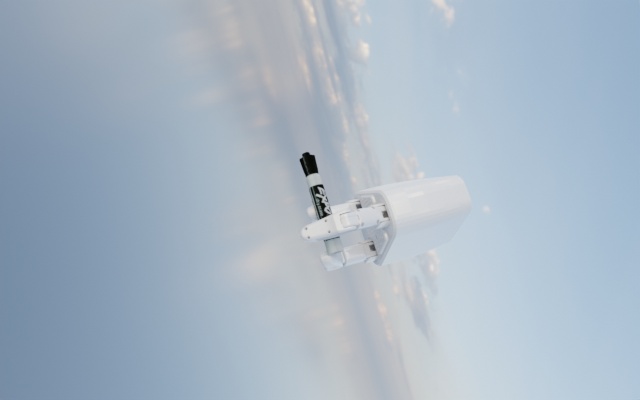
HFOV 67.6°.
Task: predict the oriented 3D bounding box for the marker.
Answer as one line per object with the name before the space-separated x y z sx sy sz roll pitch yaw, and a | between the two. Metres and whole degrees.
marker | 0.000 0.002 0.541 0.020 0.121 0.020 -16 -12 -4
